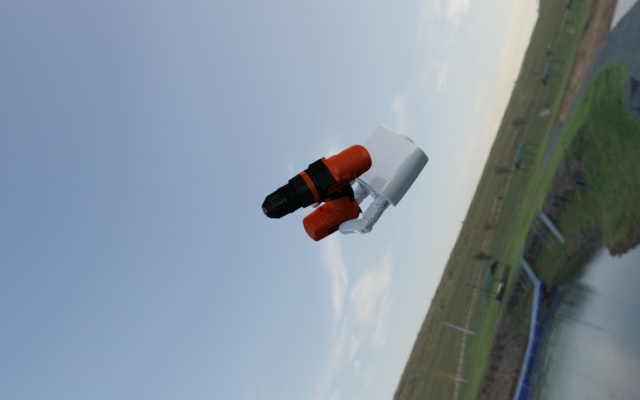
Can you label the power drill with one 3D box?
[{"bbox_3d":[0.000,0.003,0.784,0.184,0.057,0.188,-28,-23,-8],"label":"power drill"}]
